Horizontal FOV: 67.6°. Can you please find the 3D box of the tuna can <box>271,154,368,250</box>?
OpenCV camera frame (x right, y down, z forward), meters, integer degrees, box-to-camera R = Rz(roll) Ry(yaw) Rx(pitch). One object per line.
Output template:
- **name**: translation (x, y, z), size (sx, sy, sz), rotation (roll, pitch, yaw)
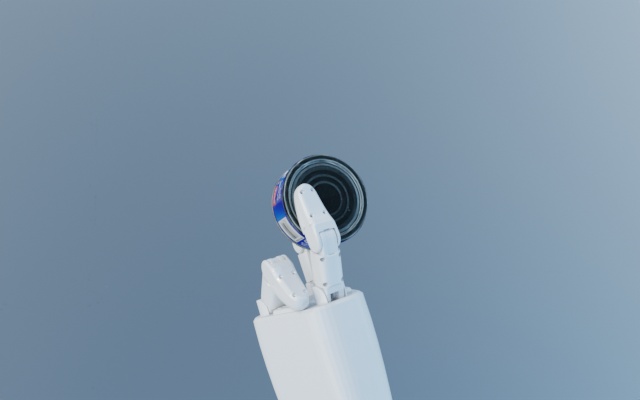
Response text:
- **tuna can**: translation (0.000, 0.001, 0.442), size (0.086, 0.086, 0.034), rotation (0, -15, -23)
